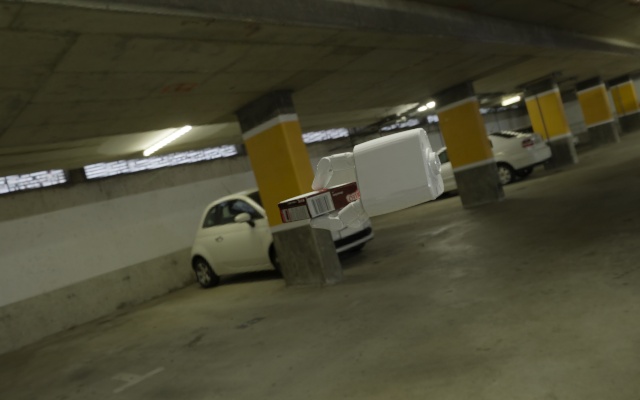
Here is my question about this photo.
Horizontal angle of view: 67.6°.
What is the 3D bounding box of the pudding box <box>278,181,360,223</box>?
[{"bbox_3d":[0.000,0.002,0.790,0.113,0.039,0.090,-16,1,-36],"label":"pudding box"}]
